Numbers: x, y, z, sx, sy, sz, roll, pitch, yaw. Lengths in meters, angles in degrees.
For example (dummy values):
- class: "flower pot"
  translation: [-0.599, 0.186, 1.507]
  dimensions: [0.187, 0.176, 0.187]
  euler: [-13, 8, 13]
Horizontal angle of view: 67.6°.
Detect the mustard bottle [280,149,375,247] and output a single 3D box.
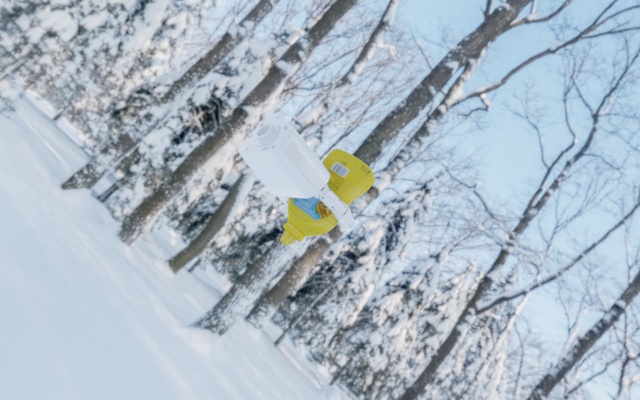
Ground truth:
- class: "mustard bottle"
  translation: [0.000, 0.003, 0.826]
  dimensions: [0.096, 0.191, 0.058]
  euler: [36, -13, 29]
